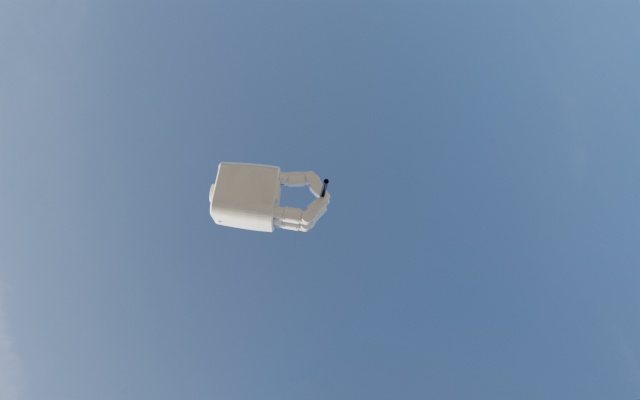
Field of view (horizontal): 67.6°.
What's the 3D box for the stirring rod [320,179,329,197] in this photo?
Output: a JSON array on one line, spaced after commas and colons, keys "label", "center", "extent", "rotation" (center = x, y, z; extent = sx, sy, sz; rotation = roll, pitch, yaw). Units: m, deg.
[{"label": "stirring rod", "center": [0.000, 0.003, 0.856], "extent": [0.011, 0.011, 0.239], "rotation": [0, -16, -4]}]
